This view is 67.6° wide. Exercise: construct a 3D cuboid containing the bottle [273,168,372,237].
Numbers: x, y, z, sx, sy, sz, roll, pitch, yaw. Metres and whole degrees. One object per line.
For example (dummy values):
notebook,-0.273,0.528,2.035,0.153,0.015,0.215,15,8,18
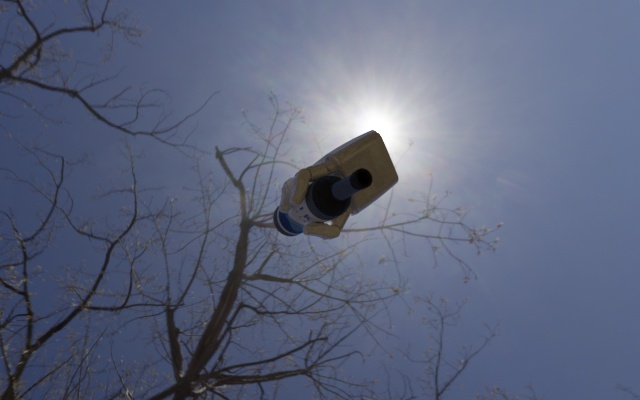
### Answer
bottle,0.000,0.003,0.769,0.069,0.069,0.296,0,-13,-24
